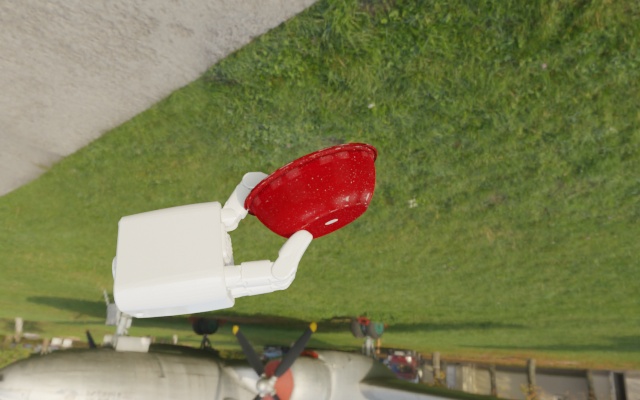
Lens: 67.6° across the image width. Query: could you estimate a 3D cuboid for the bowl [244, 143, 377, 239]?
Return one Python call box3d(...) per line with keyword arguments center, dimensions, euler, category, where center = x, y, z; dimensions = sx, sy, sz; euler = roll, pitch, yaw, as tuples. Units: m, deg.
box3d(center=(0.001, 0.002, 0.530), dimensions=(0.162, 0.055, 0.162), euler=(-22, -16, -7), category="bowl")
